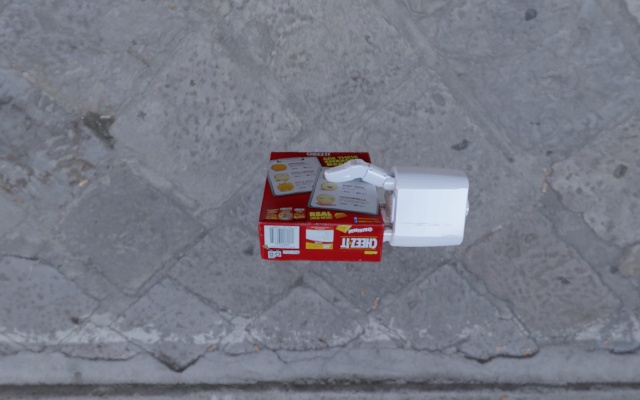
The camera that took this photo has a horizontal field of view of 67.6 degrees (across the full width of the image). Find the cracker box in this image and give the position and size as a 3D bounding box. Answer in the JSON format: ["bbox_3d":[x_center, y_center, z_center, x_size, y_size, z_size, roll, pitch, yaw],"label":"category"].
[{"bbox_3d":[0.000,0.002,0.709,0.164,0.072,0.213,1,31,-1],"label":"cracker box"}]
